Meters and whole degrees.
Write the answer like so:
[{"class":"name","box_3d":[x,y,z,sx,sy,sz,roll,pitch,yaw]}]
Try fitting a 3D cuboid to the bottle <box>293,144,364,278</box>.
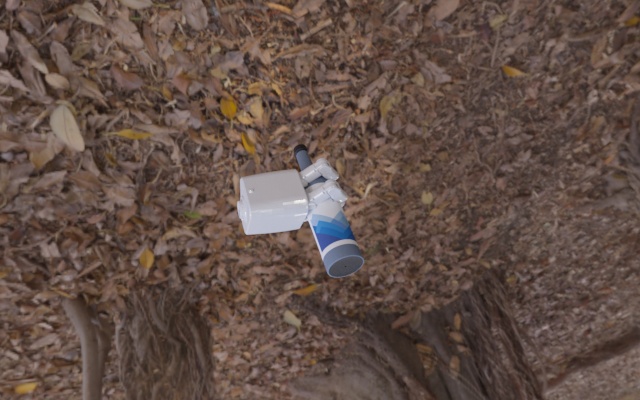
[{"class":"bottle","box_3d":[0.000,0.003,0.897,0.069,0.295,0.069,-13,-37,-11]}]
